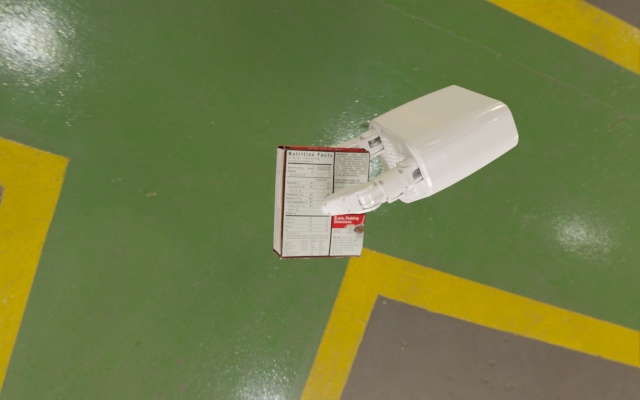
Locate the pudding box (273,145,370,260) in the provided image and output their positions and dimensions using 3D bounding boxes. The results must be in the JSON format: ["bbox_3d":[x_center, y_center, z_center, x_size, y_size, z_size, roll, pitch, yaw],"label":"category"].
[{"bbox_3d":[0.000,0.002,0.484,0.090,0.113,0.039,1,8,-16],"label":"pudding box"}]
